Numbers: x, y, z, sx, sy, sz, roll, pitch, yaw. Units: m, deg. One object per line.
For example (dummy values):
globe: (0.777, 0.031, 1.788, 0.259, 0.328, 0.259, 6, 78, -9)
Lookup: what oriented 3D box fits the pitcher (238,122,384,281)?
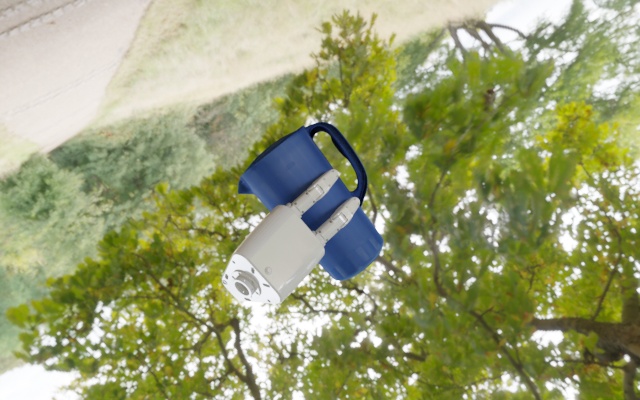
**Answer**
pitcher: (0.000, 0.003, 0.775, 0.149, 0.243, 0.145, -30, 13, 47)
